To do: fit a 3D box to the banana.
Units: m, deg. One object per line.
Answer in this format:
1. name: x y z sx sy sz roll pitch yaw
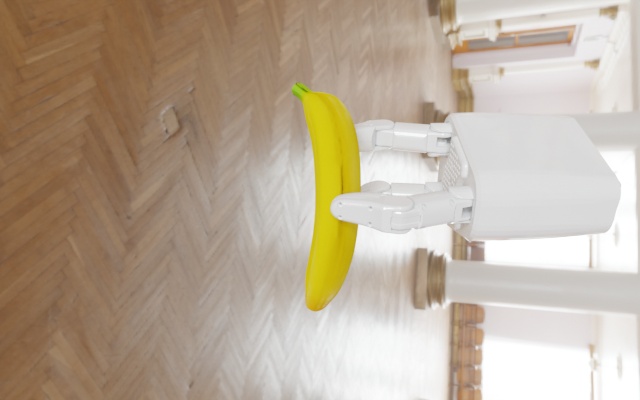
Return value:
1. banana: 0.007 -0.002 0.390 0.037 0.198 0.069 -3 2 -23
